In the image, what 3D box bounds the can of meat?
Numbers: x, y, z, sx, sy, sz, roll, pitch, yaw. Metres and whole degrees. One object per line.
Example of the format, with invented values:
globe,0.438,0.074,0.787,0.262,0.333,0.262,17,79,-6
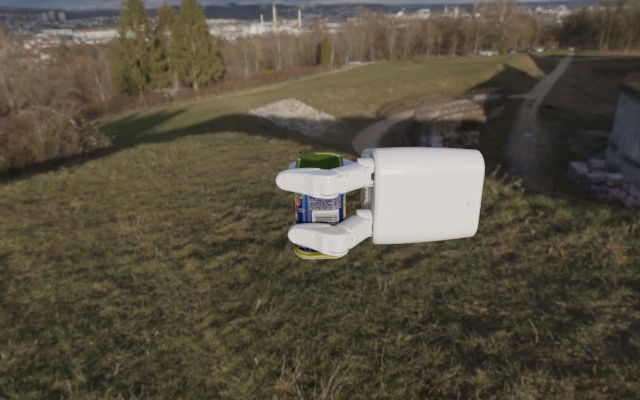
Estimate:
can of meat,0.000,0.001,0.513,0.057,0.084,0.102,-1,22,0
